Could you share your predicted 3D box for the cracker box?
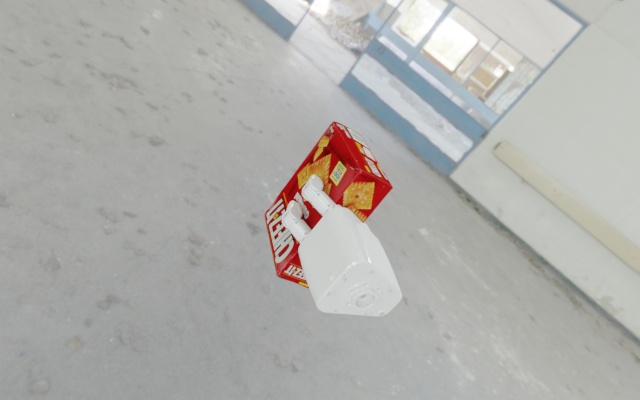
[{"bbox_3d":[0.000,0.002,0.750,0.072,0.214,0.164,26,24,-29],"label":"cracker box"}]
